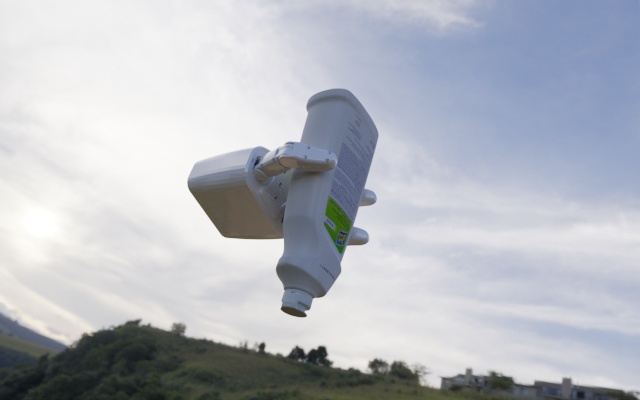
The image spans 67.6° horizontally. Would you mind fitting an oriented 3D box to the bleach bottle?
[{"bbox_3d":[0.000,0.002,0.529,0.068,0.250,0.103,-7,-36,36],"label":"bleach bottle"}]
